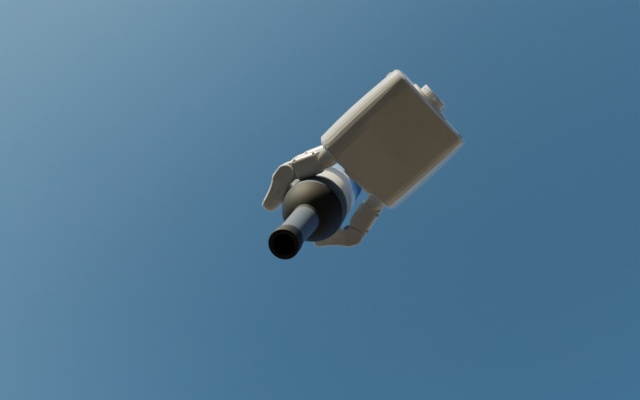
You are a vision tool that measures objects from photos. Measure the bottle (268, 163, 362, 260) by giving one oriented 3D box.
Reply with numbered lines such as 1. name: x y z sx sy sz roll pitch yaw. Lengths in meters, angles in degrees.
1. bottle: 0.000 0.002 0.538 0.069 0.069 0.295 0 14 13
